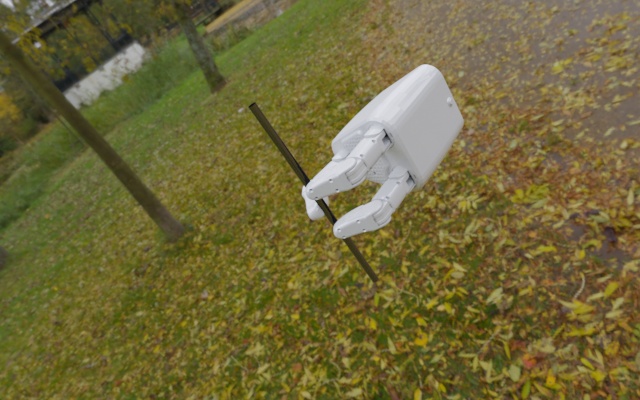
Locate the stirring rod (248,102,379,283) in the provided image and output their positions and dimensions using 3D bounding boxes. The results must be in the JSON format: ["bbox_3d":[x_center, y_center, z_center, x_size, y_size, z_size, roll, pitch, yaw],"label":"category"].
[{"bbox_3d":[0.000,0.002,0.486,0.011,0.240,0.011,-27,28,16],"label":"stirring rod"}]
